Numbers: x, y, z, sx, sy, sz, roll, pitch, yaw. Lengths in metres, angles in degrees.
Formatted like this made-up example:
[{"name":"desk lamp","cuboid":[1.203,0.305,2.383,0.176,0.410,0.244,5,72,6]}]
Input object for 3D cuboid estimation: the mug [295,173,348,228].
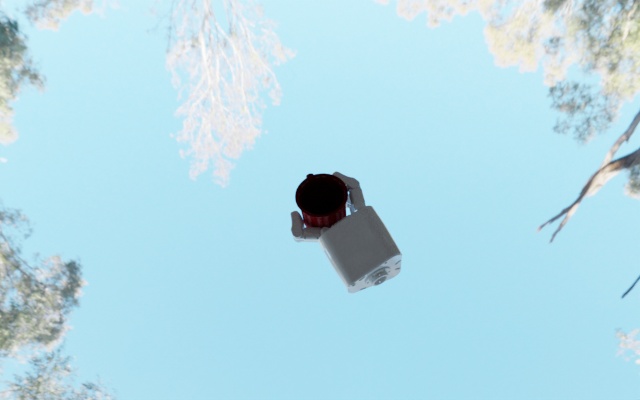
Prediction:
[{"name":"mug","cuboid":[-0.001,0.002,0.865,0.093,0.117,0.082,-23,-33,-9]}]
